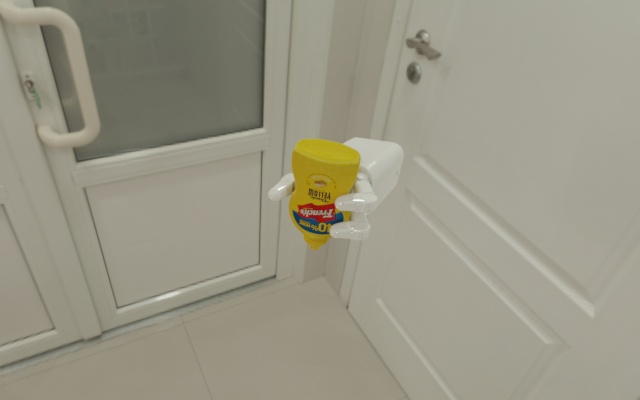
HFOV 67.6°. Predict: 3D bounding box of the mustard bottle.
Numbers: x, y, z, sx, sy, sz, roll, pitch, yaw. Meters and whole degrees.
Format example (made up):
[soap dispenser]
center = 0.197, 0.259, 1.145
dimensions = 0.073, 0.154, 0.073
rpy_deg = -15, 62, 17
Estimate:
[mustard bottle]
center = 0.000, 0.002, 0.726
dimensions = 0.096, 0.192, 0.058
rpy_deg = 12, 39, 5
